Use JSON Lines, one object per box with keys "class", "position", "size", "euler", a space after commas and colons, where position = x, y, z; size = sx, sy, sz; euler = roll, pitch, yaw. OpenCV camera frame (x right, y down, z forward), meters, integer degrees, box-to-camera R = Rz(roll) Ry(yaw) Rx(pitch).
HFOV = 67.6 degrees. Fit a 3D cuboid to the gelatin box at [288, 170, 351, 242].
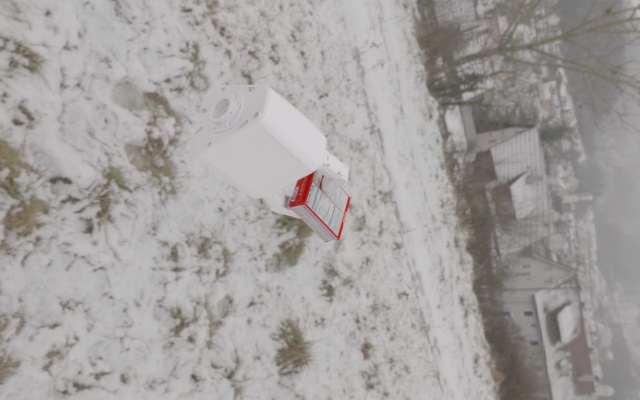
{"class": "gelatin box", "position": [0.001, 0.002, 0.648], "size": [0.030, 0.073, 0.089], "euler": [-13, -44, 36]}
